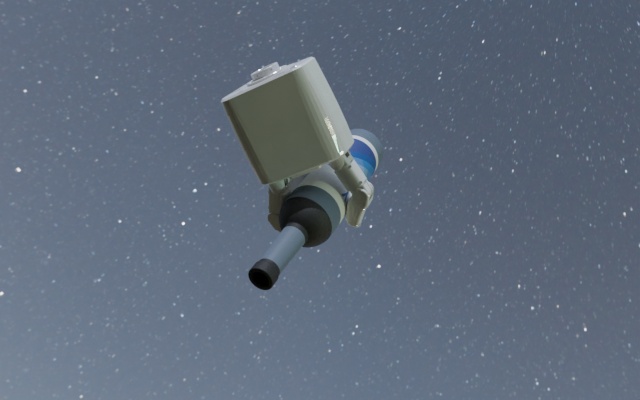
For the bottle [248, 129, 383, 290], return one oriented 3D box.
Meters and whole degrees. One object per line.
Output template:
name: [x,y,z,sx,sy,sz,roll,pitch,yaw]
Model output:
bottle: [0.000,0.002,0.572,0.069,0.069,0.295,0,30,27]
